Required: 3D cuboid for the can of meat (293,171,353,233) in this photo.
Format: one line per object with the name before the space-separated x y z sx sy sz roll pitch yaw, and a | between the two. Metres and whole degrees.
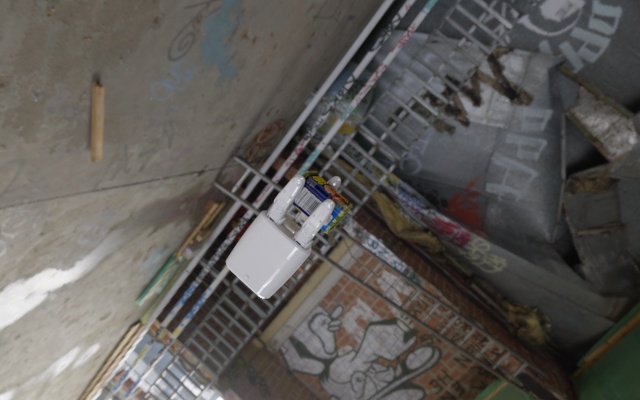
can of meat | 0.000 0.003 0.737 0.084 0.057 0.102 42 9 6
